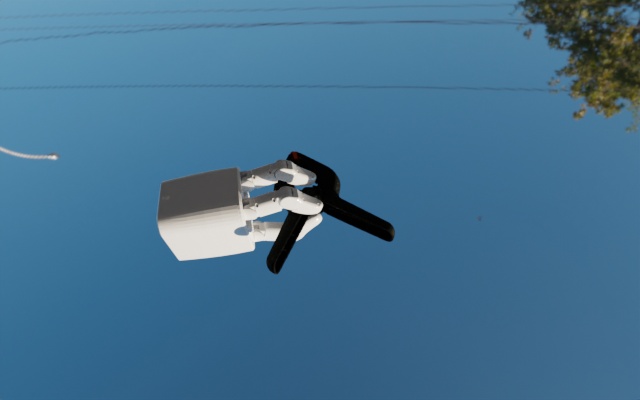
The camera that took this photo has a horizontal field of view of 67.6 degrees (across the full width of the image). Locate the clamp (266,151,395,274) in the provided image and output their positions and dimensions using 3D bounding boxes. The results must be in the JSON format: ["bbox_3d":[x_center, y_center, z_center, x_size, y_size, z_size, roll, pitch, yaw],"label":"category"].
[{"bbox_3d":[0.000,0.002,0.653,0.164,0.036,0.209,-9,44,-4],"label":"clamp"}]
